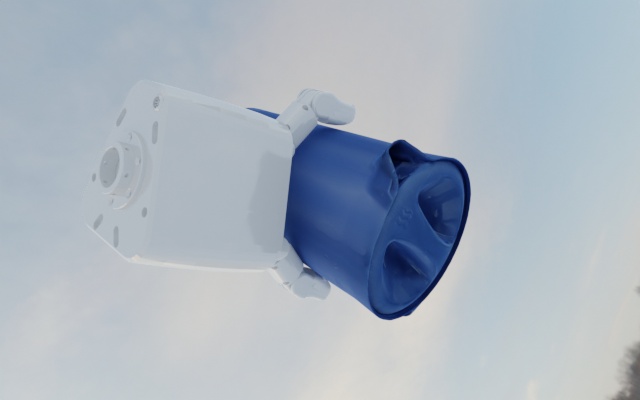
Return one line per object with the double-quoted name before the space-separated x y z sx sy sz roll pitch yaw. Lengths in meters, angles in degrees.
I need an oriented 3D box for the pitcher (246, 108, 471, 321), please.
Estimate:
"pitcher" 0.000 0.001 0.439 0.242 0.149 0.145 26 9 39
